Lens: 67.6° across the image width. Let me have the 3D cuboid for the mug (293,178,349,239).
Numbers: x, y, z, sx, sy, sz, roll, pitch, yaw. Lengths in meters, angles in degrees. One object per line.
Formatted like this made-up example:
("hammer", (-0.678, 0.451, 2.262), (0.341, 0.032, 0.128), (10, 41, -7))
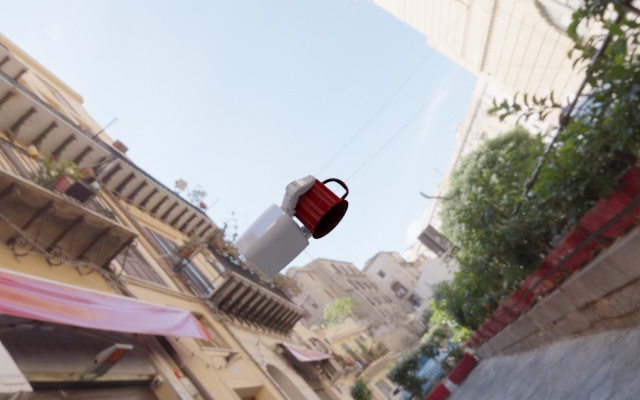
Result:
("mug", (0.001, 0.002, 0.883), (0.081, 0.117, 0.093), (42, -12, 22))
